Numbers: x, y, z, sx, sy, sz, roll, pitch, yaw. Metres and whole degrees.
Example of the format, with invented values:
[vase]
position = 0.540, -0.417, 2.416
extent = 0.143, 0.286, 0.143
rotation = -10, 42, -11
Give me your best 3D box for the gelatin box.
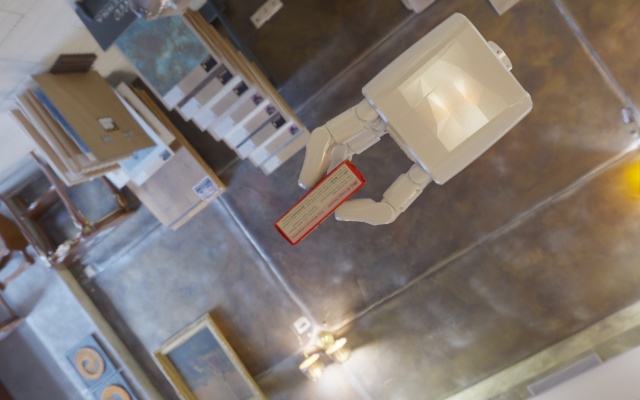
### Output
[gelatin box]
position = 0.000, 0.002, 0.451
extent = 0.089, 0.030, 0.073
rotation = -42, -1, 1
